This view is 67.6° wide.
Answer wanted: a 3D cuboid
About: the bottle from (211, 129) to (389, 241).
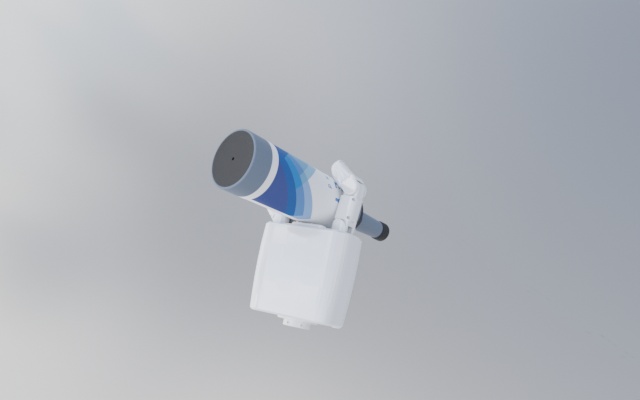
[{"bbox_3d":[0.000,0.002,0.593,0.069,0.069,0.296,0,-18,40],"label":"bottle"}]
